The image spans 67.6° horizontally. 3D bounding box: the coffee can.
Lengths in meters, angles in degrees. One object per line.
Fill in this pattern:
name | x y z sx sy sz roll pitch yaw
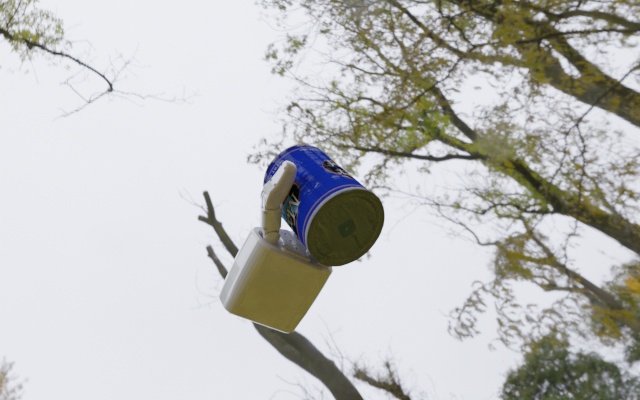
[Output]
coffee can | 0.000 0.002 0.600 0.103 0.103 0.140 0 27 -30
